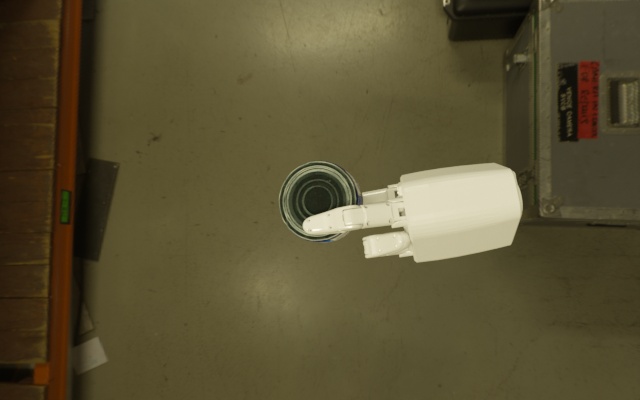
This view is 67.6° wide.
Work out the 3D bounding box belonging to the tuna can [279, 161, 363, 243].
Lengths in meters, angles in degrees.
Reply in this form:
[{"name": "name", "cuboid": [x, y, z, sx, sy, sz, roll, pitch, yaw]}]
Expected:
[{"name": "tuna can", "cuboid": [0.000, 0.002, 0.503, 0.086, 0.086, 0.034, 0, -5, 14]}]
